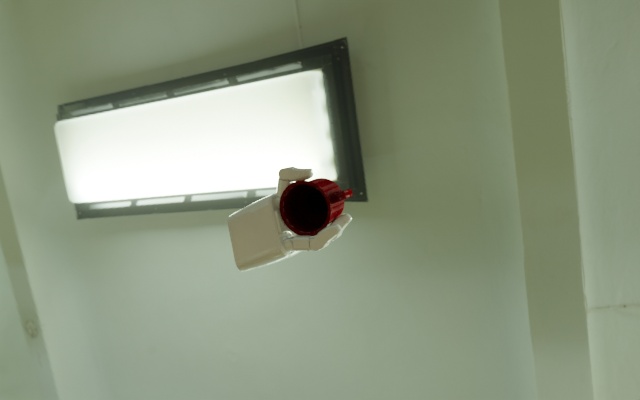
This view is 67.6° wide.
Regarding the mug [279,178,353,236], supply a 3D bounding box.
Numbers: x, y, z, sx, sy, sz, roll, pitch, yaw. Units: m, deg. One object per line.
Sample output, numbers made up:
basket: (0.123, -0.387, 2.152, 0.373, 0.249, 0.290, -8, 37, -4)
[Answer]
mug: (0.001, 0.002, 0.802, 0.117, 0.093, 0.081, -21, 1, 26)
